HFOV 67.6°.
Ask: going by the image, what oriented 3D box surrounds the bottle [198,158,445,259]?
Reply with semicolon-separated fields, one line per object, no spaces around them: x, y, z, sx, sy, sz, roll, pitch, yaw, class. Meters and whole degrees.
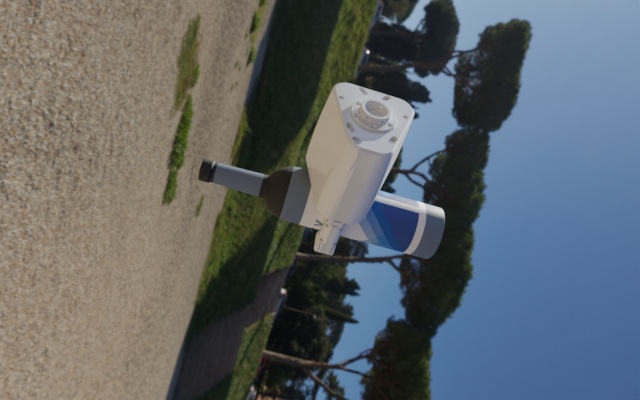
0.000;0.002;0.581;0.296;0.069;0.069;16;-2;-6;bottle
